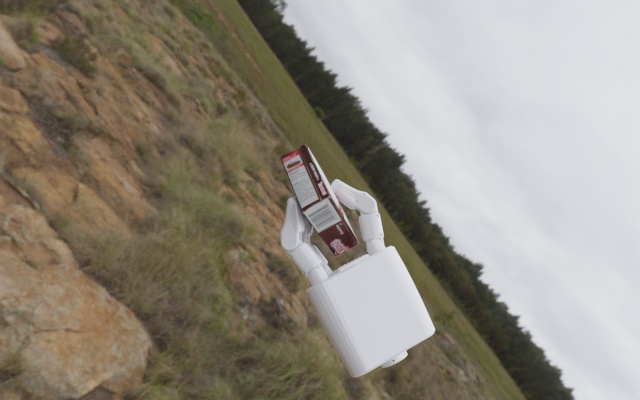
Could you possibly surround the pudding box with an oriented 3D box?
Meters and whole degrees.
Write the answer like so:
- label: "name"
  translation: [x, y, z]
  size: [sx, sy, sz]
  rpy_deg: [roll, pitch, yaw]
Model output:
- label: "pudding box"
  translation: [0.000, 0.002, 0.569]
  size: [0.039, 0.090, 0.114]
  rpy_deg: [-27, -38, 2]
